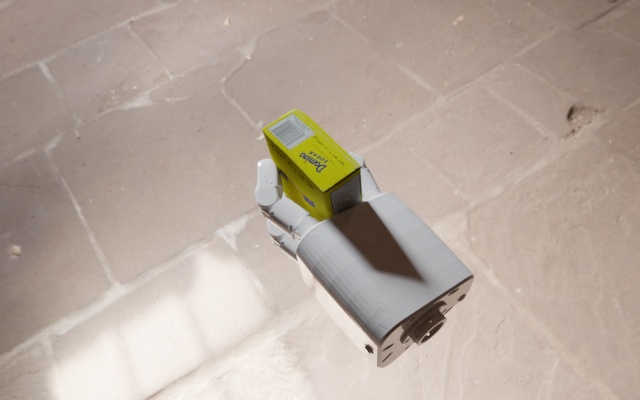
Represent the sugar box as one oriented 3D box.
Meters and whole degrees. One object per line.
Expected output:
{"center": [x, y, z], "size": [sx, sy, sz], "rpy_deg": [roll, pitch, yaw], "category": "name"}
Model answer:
{"center": [0.000, 0.002, 0.471], "size": [0.048, 0.093, 0.176], "rpy_deg": [-34, -31, -16], "category": "sugar box"}
